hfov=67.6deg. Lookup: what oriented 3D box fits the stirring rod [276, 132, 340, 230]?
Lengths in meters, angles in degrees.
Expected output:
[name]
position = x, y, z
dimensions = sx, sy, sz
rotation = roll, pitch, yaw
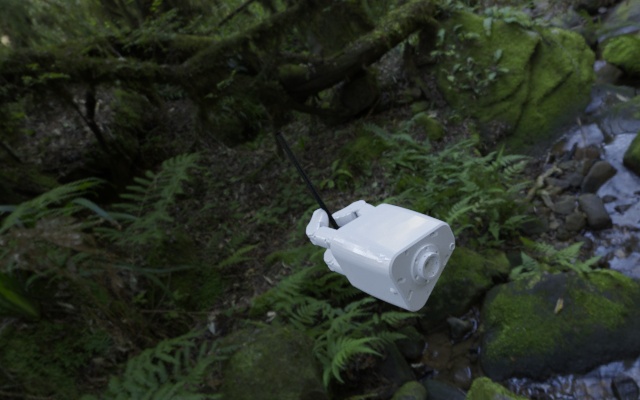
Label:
[stirring rod]
position = 0.000, 0.002, 0.676
dimensions = 0.011, 0.240, 0.011
rotation = -23, 32, 15
